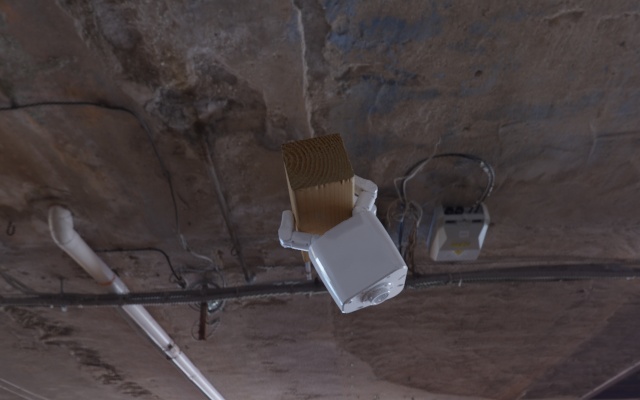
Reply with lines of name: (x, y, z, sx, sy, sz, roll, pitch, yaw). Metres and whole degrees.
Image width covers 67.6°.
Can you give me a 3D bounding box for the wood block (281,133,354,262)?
wood block: (0.000, 0.003, 0.751, 0.091, 0.090, 0.206, -12, -35, -5)
